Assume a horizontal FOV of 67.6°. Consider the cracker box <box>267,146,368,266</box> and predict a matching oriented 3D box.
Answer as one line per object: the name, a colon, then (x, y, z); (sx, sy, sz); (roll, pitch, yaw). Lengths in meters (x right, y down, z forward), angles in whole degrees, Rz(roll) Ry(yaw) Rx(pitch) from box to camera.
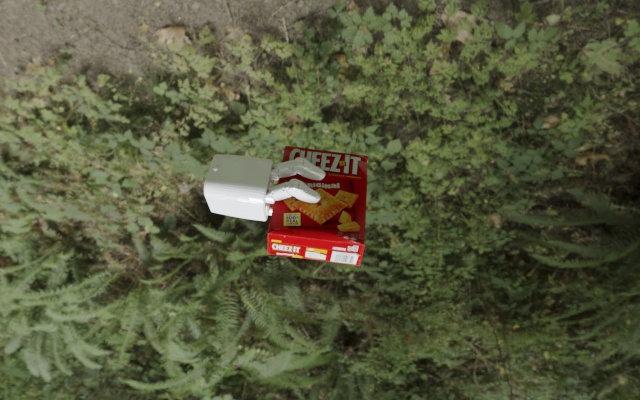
cracker box: (0.000, 0.003, 0.865); (0.164, 0.213, 0.072); (8, -39, -1)
